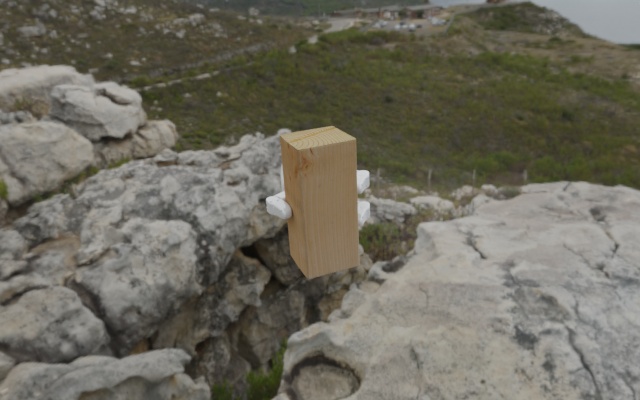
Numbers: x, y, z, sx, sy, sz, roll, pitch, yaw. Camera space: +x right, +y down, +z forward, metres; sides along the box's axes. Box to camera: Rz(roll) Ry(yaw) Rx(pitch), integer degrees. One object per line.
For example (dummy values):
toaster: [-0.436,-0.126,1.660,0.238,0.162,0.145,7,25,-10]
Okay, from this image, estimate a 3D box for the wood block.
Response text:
wood block: [0.000,0.002,0.731,0.091,0.206,0.090,-12,25,-18]
